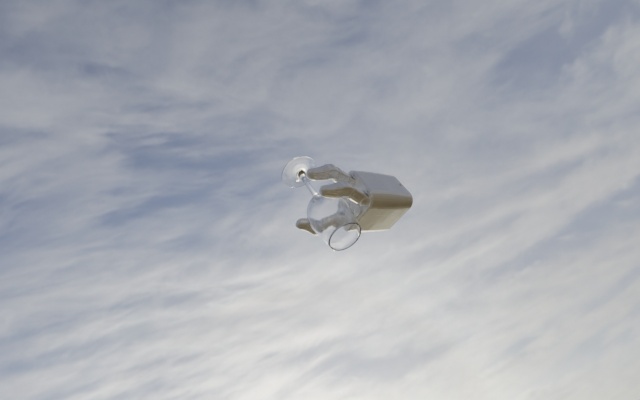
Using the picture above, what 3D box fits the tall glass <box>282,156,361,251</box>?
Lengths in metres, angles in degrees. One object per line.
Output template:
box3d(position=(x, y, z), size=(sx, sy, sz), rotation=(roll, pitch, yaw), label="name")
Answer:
box3d(position=(0.000, 0.002, 0.874), size=(0.079, 0.079, 0.201), rotation=(0, 37, -31), label="tall glass")
